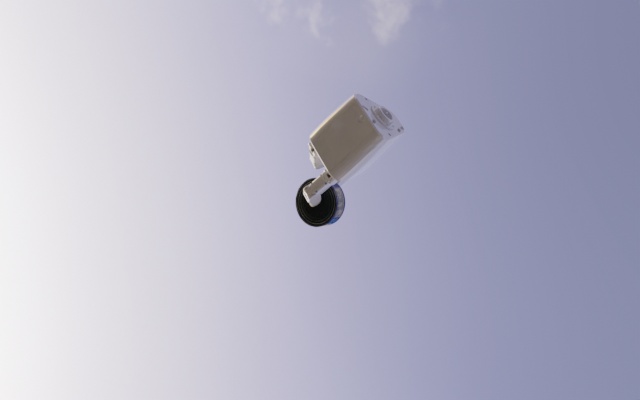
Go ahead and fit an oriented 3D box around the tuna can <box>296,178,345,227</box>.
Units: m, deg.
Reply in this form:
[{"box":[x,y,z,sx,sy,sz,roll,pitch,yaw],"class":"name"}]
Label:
[{"box":[0.000,0.003,0.838,0.086,0.086,0.034,0,2,34],"class":"tuna can"}]
